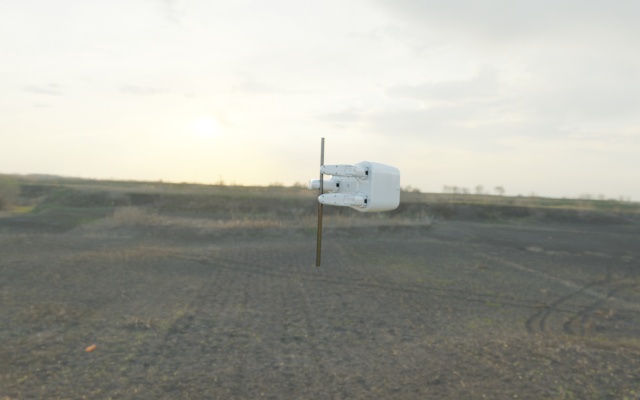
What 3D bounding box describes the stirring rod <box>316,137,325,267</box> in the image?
[{"bbox_3d":[0.000,0.003,0.889,0.011,0.239,0.011,2,1,0],"label":"stirring rod"}]
